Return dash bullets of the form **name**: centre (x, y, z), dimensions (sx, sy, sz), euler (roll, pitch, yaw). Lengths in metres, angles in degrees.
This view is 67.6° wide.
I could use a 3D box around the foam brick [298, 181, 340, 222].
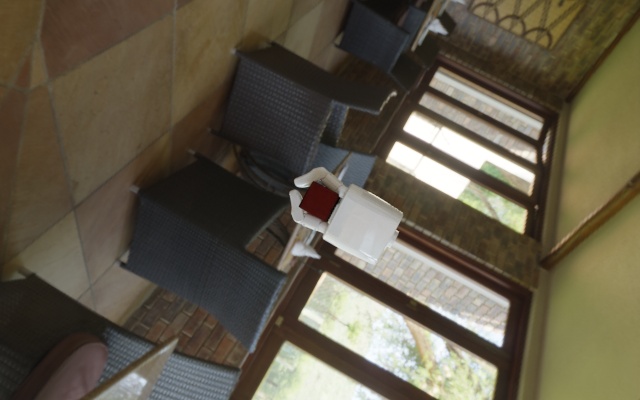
- **foam brick**: centre (0.000, 0.003, 0.835), dimensions (0.051, 0.053, 0.078), euler (29, 0, 6)
